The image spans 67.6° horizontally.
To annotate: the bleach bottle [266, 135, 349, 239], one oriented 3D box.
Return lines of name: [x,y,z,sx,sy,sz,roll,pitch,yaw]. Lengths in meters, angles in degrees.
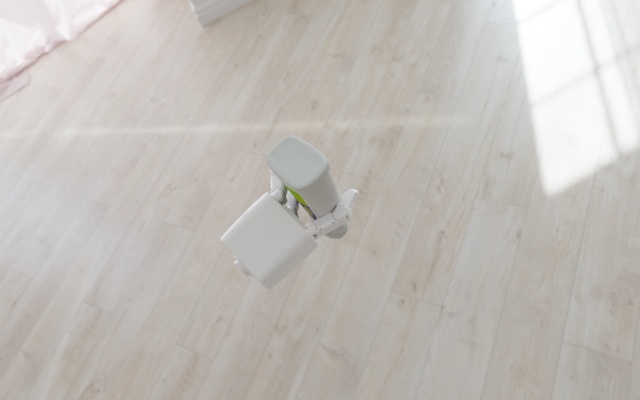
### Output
bleach bottle: [0.000,0.002,0.782,0.102,0.068,0.251,41,-10,34]
